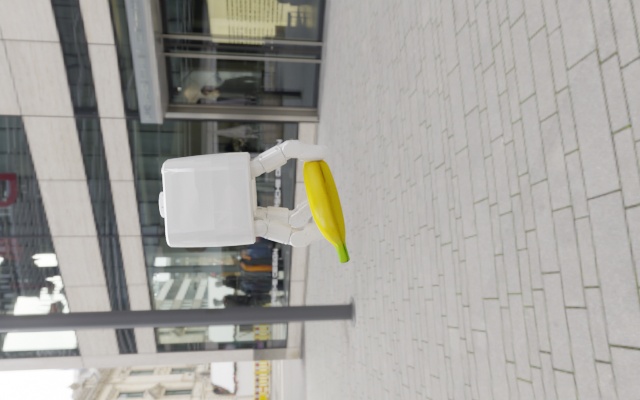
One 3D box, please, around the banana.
[{"bbox_3d":[0.000,-0.011,0.603,0.037,0.070,0.197,-8,39,-5],"label":"banana"}]
